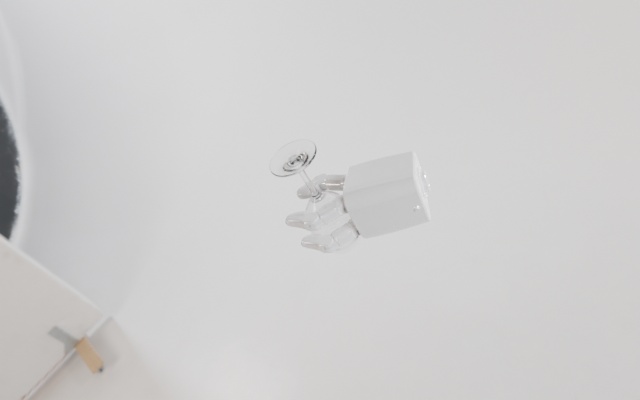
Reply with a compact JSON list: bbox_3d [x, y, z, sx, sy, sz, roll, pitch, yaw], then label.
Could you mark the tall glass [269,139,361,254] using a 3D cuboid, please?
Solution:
[{"bbox_3d":[0.000,0.002,0.744,0.079,0.079,0.201,0,-40,31],"label":"tall glass"}]
